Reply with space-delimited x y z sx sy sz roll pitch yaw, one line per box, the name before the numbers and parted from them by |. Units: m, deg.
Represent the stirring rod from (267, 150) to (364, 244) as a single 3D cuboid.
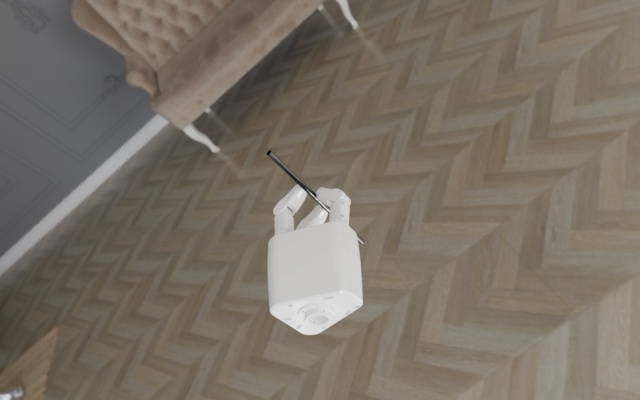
stirring rod | 0.000 0.002 0.699 0.011 0.011 0.240 0 -33 42
